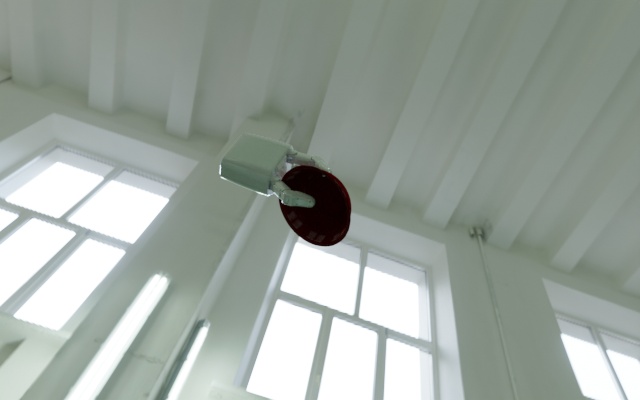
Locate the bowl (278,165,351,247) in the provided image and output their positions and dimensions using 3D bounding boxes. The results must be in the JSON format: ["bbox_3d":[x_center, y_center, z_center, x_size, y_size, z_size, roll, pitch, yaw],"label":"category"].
[{"bbox_3d":[0.001,0.004,0.894,0.162,0.162,0.055,0,22,37],"label":"bowl"}]
